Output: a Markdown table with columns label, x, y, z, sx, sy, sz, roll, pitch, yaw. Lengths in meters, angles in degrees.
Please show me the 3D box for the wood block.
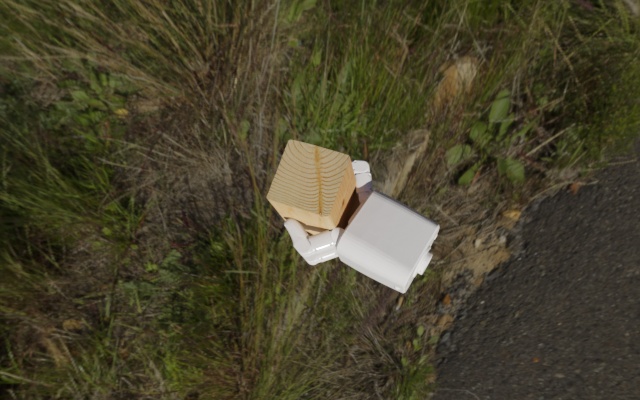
| label | x | y | z | sx | sy | sz | roll | pitch | yaw |
| --- | --- | --- | --- | --- | --- | --- | --- | --- | --- |
| wood block | 0.001 | 0.002 | 0.711 | 0.090 | 0.090 | 0.206 | 16 | -16 | 14 |
